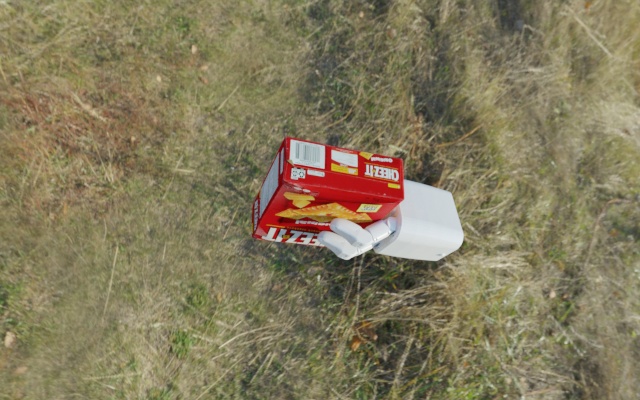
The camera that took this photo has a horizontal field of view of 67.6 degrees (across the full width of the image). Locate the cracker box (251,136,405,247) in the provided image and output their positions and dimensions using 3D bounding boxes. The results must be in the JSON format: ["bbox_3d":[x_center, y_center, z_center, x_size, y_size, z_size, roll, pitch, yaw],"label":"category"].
[{"bbox_3d":[0.000,0.002,0.690,0.164,0.072,0.214,9,-26,-16],"label":"cracker box"}]
